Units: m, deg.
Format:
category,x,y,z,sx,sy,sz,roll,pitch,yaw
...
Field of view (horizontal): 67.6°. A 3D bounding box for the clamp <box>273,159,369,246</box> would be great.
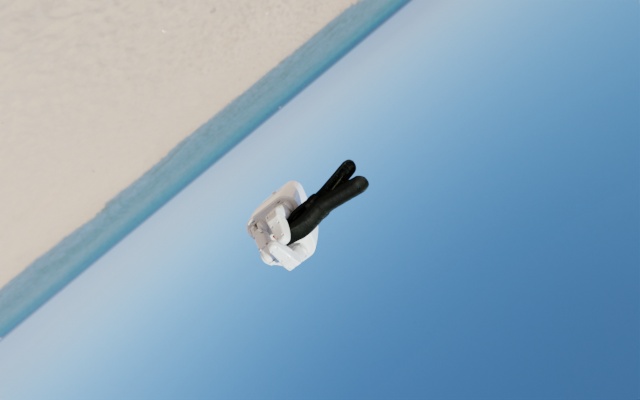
category,x,y,z,sx,sy,sz,roll,pitch,yaw
clamp,0.000,0.003,0.726,0.171,0.039,0.120,-37,12,15
